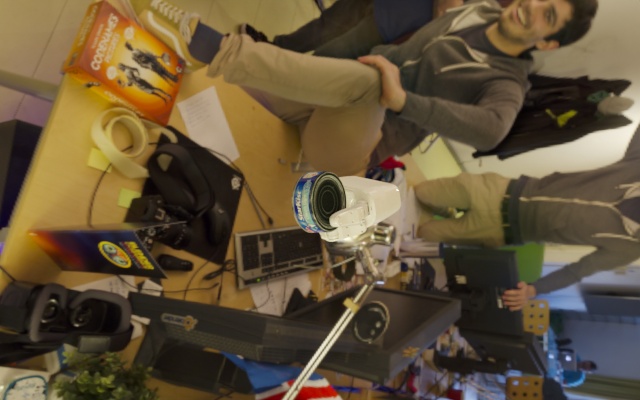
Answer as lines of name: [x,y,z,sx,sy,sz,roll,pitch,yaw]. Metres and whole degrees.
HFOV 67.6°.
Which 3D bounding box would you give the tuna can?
tuna can: [0.001,0.002,0.664,0.034,0.086,0.086,-2,-1,37]
